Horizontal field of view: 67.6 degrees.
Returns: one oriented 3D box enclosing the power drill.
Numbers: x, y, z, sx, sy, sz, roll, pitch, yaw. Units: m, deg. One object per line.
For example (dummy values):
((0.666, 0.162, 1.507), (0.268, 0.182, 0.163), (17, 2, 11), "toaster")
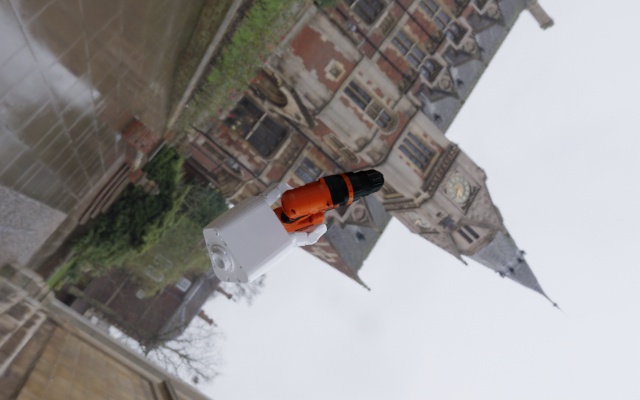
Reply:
((0.000, 0.003, 0.831), (0.184, 0.057, 0.188), (-14, -12, -24), "power drill")
